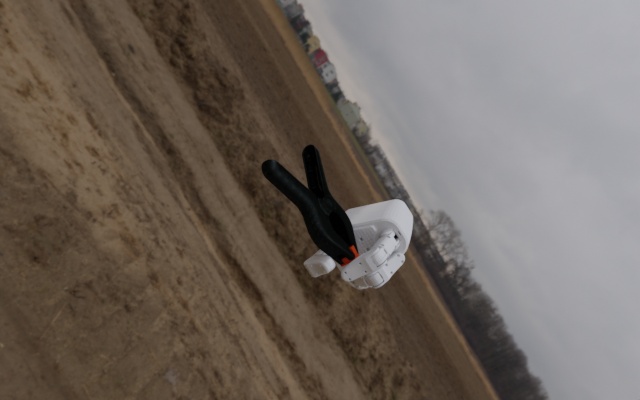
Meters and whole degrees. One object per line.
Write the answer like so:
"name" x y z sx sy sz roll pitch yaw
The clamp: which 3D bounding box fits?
"clamp" 0.001 0.002 0.629 0.039 0.171 0.120 -26 12 38
